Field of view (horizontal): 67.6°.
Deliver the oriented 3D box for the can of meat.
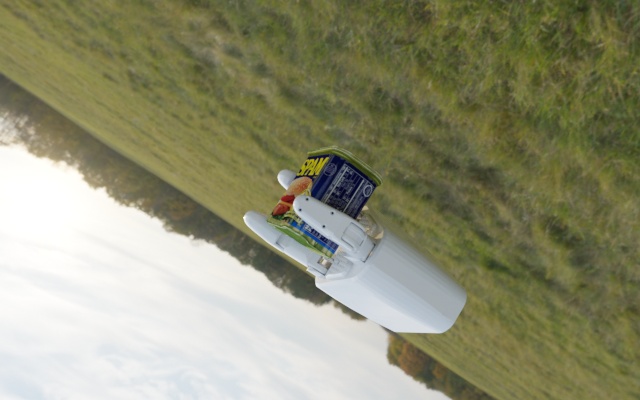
[{"bbox_3d":[0.000,0.002,0.443,0.057,0.084,0.102,35,-9,-17],"label":"can of meat"}]
